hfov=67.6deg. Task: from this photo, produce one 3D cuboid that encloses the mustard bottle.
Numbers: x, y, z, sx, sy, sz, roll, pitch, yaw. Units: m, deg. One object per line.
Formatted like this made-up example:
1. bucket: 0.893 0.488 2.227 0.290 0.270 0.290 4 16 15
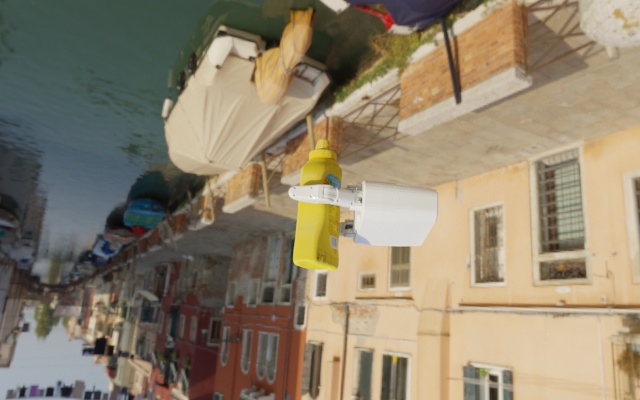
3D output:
1. mustard bottle: 0.000 0.003 0.700 0.058 0.191 0.096 -2 -15 22
